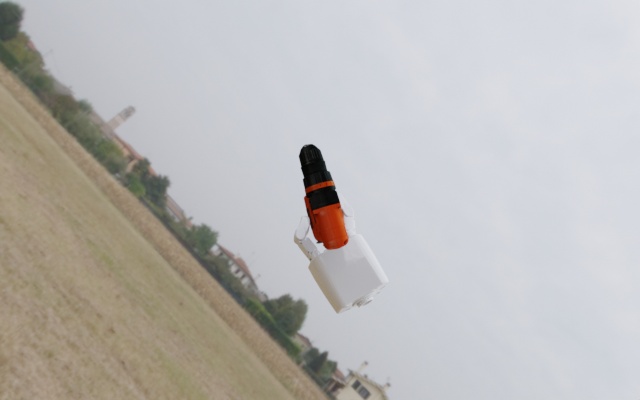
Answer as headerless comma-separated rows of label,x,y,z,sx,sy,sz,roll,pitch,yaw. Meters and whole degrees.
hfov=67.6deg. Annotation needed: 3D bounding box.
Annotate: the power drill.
power drill,0.000,0.003,0.871,0.057,0.184,0.188,-15,-8,-2
